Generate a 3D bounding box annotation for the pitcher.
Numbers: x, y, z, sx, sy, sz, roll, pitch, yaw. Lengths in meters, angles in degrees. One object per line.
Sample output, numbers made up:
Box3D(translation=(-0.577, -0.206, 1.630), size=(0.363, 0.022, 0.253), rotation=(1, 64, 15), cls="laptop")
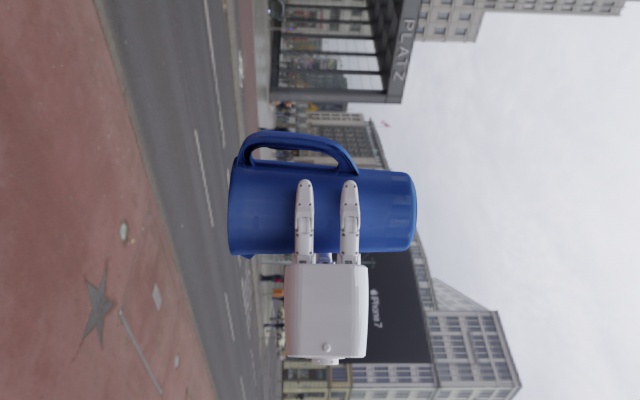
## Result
Box3D(translation=(0.000, 0.002, 0.636), size=(0.243, 0.145, 0.149), rotation=(2, -17, -3), cls="pitcher")
